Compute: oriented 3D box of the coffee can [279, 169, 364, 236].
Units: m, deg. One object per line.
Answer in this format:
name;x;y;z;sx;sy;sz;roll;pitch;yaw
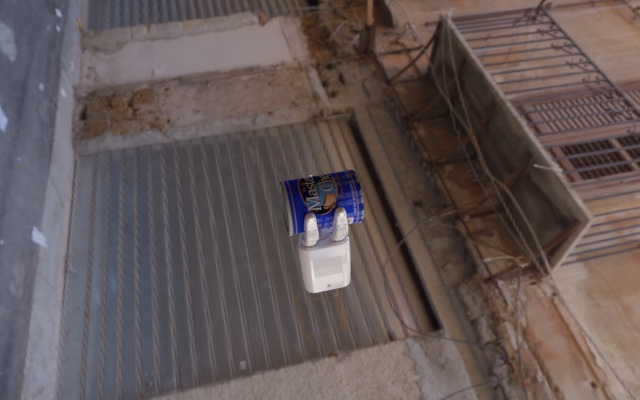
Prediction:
coffee can;0.000;0.003;0.893;0.140;0.103;0.103;-10;2;-9
